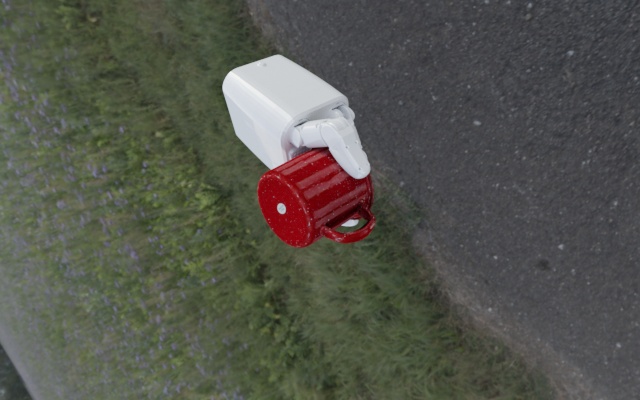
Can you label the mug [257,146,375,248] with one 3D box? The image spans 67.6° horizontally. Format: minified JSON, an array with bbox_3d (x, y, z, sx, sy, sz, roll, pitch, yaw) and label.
[{"bbox_3d":[0.001,0.003,0.469,0.081,0.093,0.117,-30,58,-35],"label":"mug"}]
